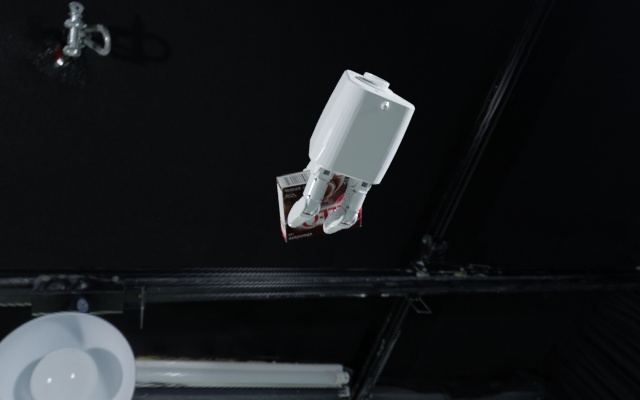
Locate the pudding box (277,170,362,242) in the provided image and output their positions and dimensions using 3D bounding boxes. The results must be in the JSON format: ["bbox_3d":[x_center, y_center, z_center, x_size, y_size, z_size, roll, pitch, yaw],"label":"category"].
[{"bbox_3d":[0.000,0.002,0.651,0.113,0.090,0.039,-10,35,-11],"label":"pudding box"}]
